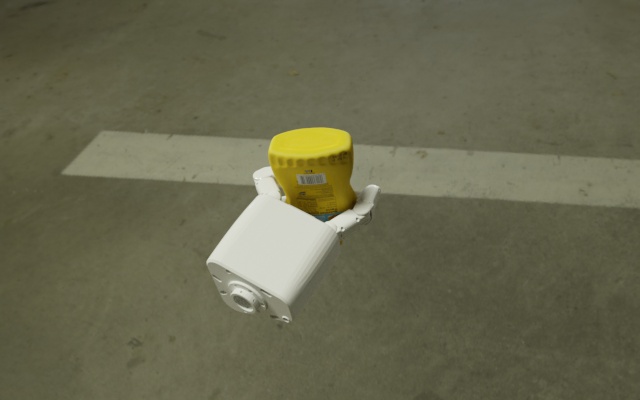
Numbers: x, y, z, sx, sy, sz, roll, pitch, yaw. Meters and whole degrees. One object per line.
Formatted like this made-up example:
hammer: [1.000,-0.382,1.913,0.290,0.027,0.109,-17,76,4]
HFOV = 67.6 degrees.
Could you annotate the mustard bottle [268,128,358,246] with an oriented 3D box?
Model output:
mustard bottle: [0.000,0.002,0.600,0.096,0.192,0.058,-3,43,8]
